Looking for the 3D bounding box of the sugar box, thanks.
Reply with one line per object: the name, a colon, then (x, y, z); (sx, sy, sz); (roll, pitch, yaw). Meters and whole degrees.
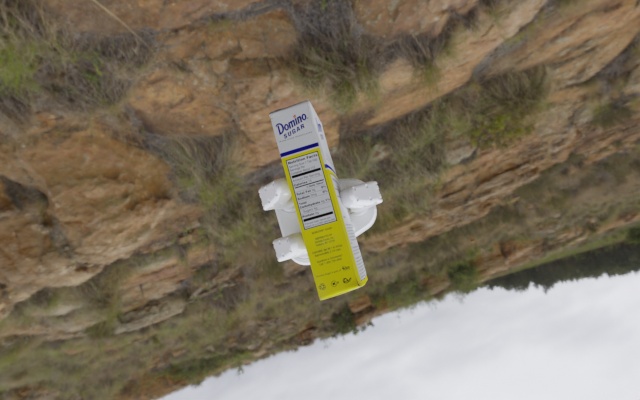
sugar box: (0.000, 0.002, 0.466); (0.048, 0.176, 0.093); (-19, -7, 6)
